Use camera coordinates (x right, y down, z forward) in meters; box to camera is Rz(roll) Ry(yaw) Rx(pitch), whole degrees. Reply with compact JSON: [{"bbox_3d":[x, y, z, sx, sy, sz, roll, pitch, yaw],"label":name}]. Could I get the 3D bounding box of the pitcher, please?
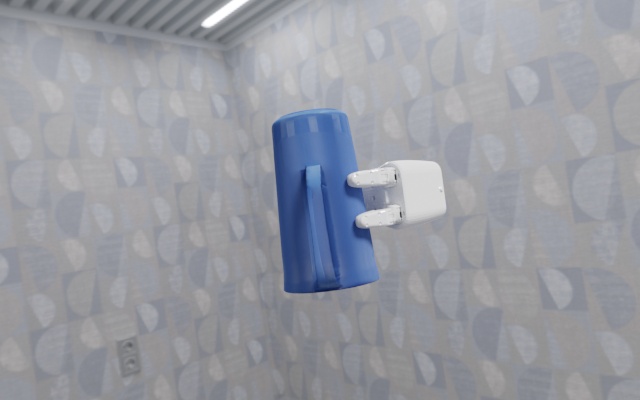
[{"bbox_3d":[0.000,0.002,0.653,0.145,0.243,0.149,-7,-2,-40],"label":"pitcher"}]
